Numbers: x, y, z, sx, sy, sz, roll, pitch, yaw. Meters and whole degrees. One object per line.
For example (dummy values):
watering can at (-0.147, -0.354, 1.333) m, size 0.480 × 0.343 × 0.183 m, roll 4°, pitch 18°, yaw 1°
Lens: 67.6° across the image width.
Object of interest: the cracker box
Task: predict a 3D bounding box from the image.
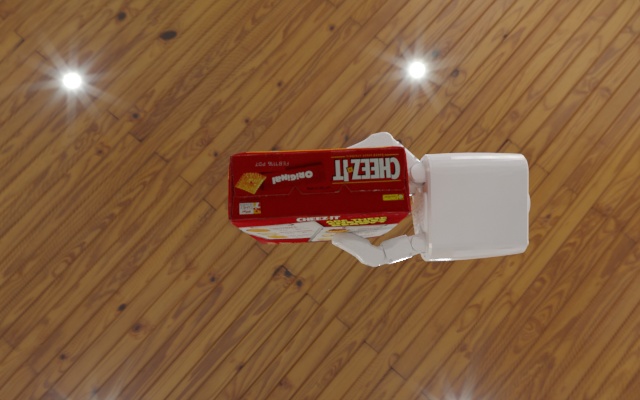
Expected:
cracker box at (0.000, 0.002, 0.529) m, size 0.164 × 0.072 × 0.214 m, roll -3°, pitch -11°, yaw 0°
